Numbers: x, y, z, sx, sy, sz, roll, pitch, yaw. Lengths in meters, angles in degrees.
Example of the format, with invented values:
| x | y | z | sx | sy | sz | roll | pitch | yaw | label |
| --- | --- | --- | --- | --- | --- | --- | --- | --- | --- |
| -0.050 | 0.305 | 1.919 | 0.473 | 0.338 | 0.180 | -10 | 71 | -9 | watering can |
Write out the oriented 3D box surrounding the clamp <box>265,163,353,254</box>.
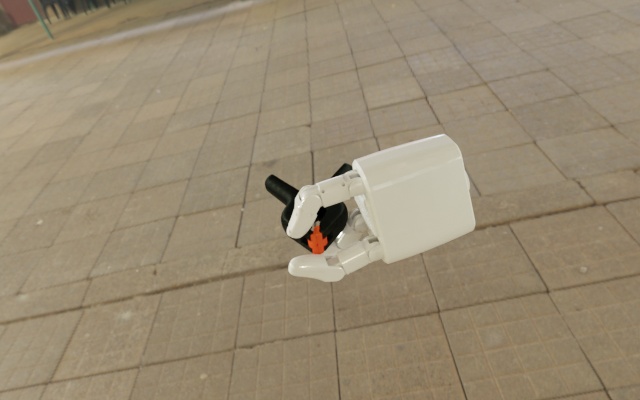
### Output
| x | y | z | sx | sy | sz | roll | pitch | yaw | label |
| --- | --- | --- | --- | --- | --- | --- | --- | --- | --- |
| 0.000 | 0.002 | 0.586 | 0.120 | 0.039 | 0.171 | -18 | 35 | -4 | clamp |
